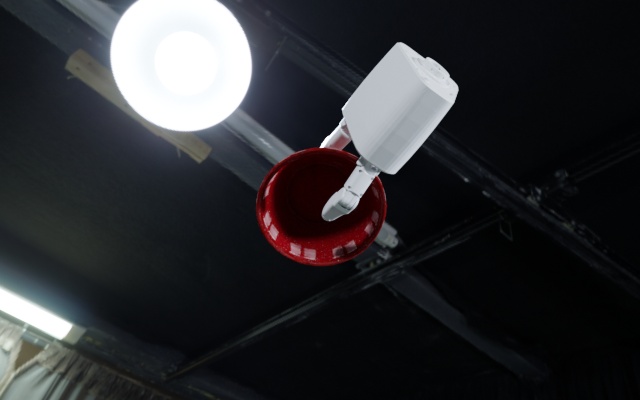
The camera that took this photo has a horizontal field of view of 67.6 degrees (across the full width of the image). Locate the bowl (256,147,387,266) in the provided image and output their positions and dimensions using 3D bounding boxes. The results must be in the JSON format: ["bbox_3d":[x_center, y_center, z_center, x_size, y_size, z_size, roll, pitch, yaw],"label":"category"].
[{"bbox_3d":[-0.001,0.003,0.614,0.162,0.162,0.055,0,24,-3],"label":"bowl"}]
